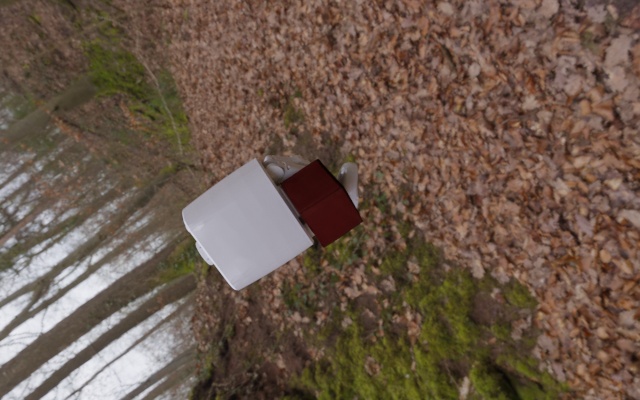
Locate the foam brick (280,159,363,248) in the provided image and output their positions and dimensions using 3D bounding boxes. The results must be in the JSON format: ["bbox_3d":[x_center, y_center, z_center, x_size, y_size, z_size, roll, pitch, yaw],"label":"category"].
[{"bbox_3d":[0.000,0.002,0.505,0.051,0.053,0.078,-34,32,-3],"label":"foam brick"}]
